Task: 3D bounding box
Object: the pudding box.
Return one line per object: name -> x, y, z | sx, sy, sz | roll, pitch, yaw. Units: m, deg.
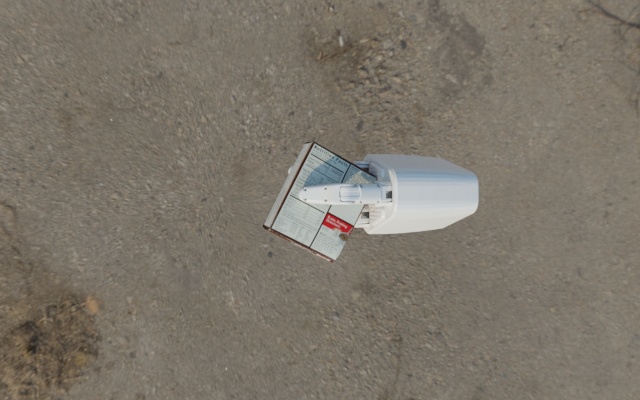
pudding box -> 0.000, 0.002, 0.542 | 0.090, 0.113, 0.039 | 28, -8, -15
